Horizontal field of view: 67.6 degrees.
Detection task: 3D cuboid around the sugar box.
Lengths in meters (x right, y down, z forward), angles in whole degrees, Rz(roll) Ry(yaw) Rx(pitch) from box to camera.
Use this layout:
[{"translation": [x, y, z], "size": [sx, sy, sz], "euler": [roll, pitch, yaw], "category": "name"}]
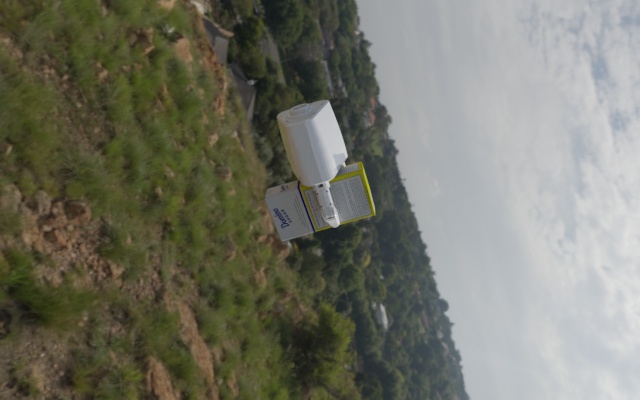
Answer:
[{"translation": [0.000, 0.002, 0.835], "size": [0.176, 0.093, 0.048], "euler": [-14, 24, 9], "category": "sugar box"}]
